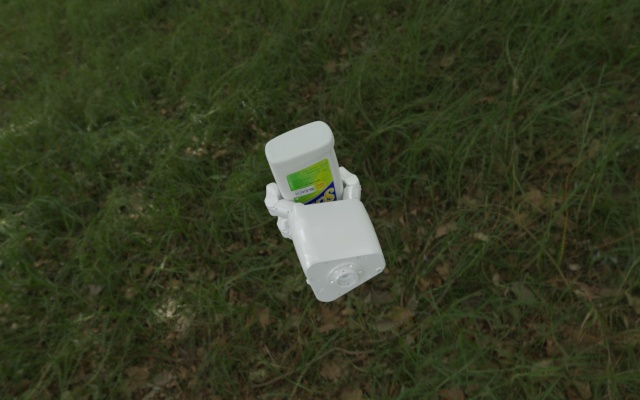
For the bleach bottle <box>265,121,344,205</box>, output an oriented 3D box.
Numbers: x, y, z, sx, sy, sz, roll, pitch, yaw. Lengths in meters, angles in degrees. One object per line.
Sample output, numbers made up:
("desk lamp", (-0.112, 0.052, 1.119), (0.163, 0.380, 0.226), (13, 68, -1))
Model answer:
("bleach bottle", (0.000, 0.002, 0.753), (0.102, 0.251, 0.068), (-22, 43, 0))
